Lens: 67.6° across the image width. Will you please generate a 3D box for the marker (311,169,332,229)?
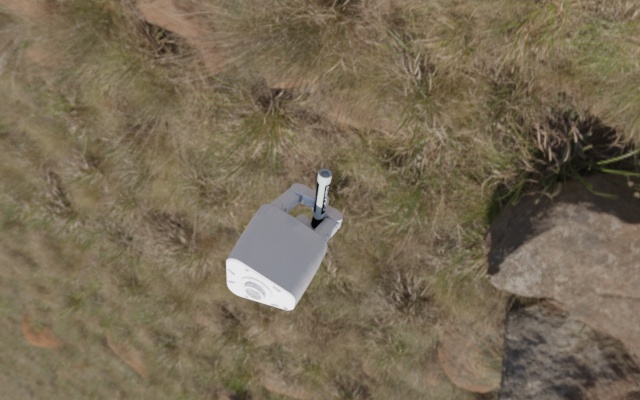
[{"bbox_3d":[0.000,0.002,0.690,0.020,0.020,0.121,0,-40,-8],"label":"marker"}]
